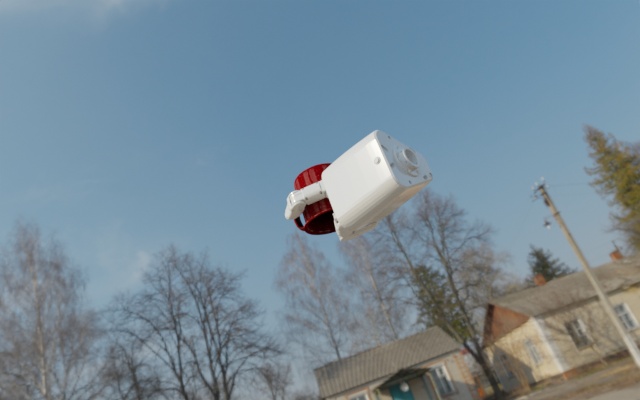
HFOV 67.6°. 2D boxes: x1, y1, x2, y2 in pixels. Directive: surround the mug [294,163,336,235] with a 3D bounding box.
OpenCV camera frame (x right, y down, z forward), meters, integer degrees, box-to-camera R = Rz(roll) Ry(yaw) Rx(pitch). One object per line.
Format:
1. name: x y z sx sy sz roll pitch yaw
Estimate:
1. mug: -0.001 0.003 0.740 0.093 0.081 0.117 8 -36 -45
